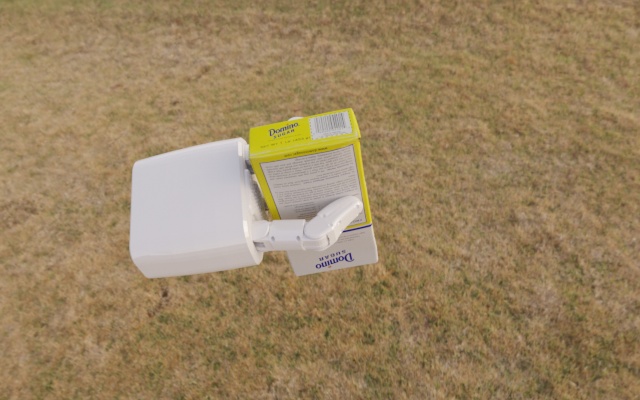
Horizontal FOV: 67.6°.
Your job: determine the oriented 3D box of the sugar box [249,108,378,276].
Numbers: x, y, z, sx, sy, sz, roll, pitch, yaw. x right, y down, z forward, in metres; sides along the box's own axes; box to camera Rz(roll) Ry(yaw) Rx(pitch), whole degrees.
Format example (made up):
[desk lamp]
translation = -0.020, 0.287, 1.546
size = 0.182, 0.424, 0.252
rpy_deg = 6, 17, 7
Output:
[sugar box]
translation = 0.000, 0.001, 0.457
size = 0.093, 0.048, 0.176
rpy_deg = -10, -41, 4
